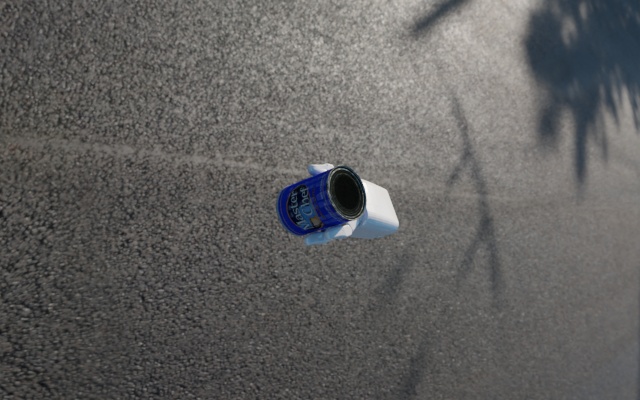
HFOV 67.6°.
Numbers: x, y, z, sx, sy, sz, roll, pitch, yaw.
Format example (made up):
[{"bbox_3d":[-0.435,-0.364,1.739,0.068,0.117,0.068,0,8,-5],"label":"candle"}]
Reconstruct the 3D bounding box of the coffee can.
[{"bbox_3d":[0.000,0.003,0.887,0.103,0.103,0.140,0,-14,-46],"label":"coffee can"}]
